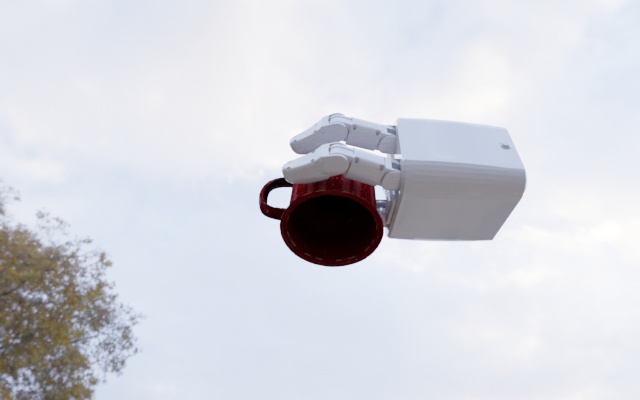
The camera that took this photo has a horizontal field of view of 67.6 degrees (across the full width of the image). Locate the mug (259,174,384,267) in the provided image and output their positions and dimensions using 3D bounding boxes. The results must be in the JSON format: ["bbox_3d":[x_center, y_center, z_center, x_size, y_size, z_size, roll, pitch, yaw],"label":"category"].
[{"bbox_3d":[-0.001,0.001,0.456,0.117,0.093,0.081,4,39,0],"label":"mug"}]
